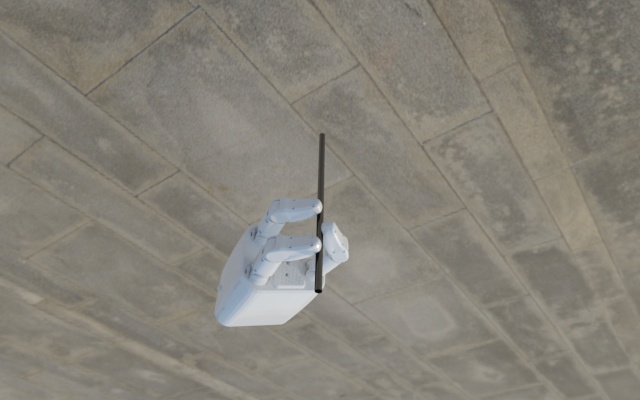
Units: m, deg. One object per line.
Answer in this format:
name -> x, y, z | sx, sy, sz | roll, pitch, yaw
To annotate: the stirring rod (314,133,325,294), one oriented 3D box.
stirring rod -> 0.000, 0.002, 0.557 | 0.011, 0.239, 0.011 | 1, -42, 1
